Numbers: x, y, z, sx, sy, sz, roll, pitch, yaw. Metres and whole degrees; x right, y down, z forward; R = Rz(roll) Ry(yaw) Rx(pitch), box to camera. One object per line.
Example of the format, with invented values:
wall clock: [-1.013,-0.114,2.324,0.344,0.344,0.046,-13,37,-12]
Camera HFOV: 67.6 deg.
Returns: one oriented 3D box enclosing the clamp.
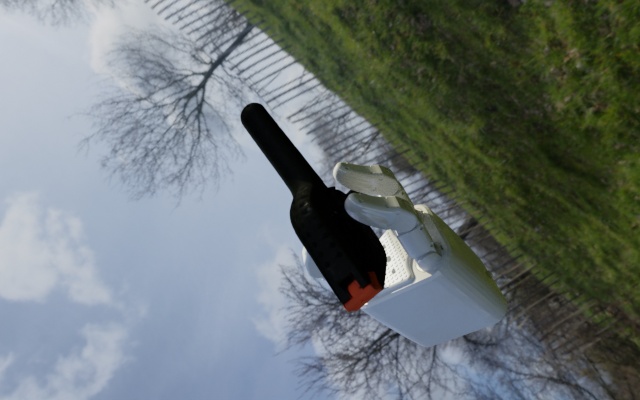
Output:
clamp: [0.000,0.002,0.405,0.164,0.036,0.209,35,22,-27]
